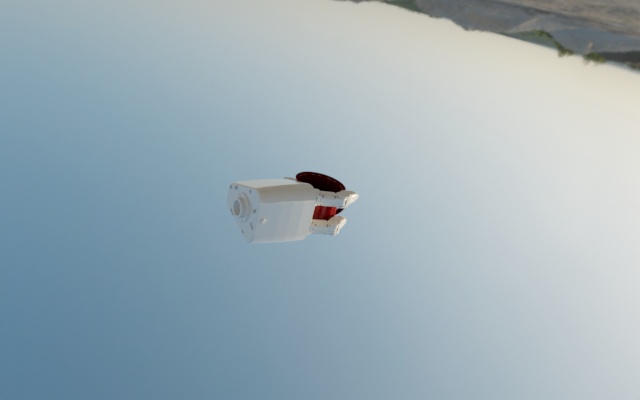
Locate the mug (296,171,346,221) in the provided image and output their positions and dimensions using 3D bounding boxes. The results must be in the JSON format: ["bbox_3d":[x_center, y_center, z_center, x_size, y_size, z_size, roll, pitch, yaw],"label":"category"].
[{"bbox_3d":[0.001,0.003,0.874,0.117,0.081,0.093,-2,29,-37],"label":"mug"}]
